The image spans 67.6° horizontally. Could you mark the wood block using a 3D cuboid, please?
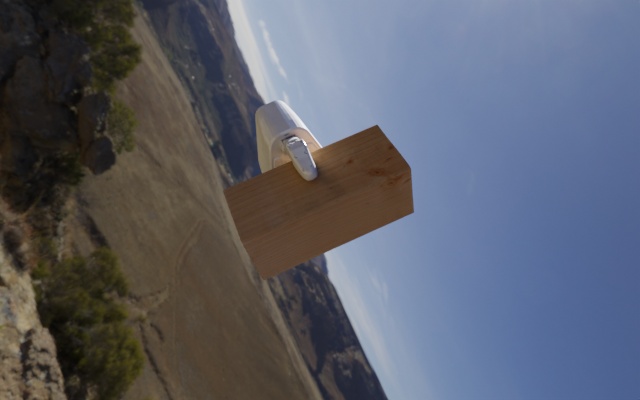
[{"bbox_3d":[0.000,0.001,0.585,0.206,0.090,0.091,-24,-40,-5],"label":"wood block"}]
